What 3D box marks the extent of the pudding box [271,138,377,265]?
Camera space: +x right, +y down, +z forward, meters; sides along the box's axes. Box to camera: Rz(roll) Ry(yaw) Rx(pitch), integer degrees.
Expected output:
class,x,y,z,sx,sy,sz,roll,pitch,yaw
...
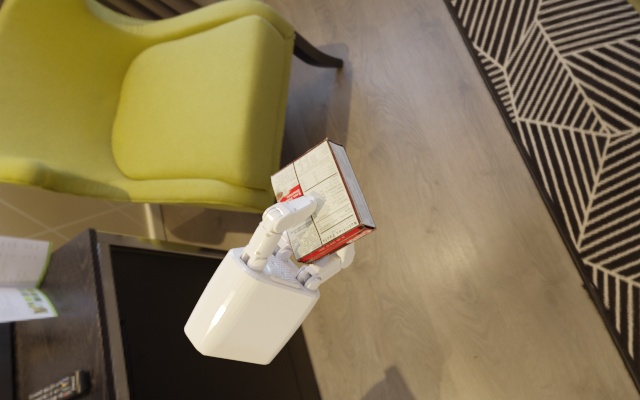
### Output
class,x,y,z,sx,sy,sz,roll,pitch,yaw
pudding box,0.000,0.002,0.528,0.090,0.113,0.039,-31,-24,24
